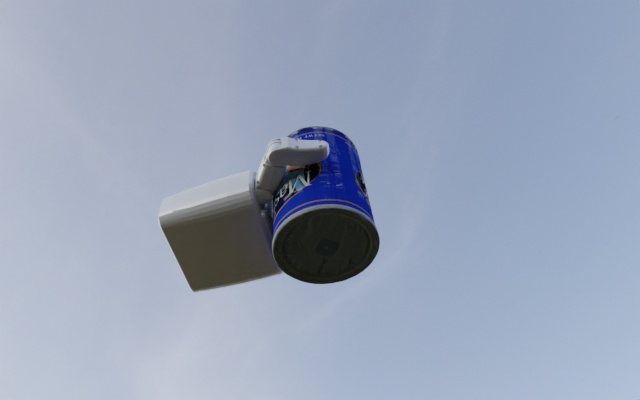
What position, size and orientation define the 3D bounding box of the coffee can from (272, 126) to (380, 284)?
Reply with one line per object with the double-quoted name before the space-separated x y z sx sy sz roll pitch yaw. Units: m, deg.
"coffee can" 0.000 0.002 0.505 0.103 0.103 0.140 0 40 -6
